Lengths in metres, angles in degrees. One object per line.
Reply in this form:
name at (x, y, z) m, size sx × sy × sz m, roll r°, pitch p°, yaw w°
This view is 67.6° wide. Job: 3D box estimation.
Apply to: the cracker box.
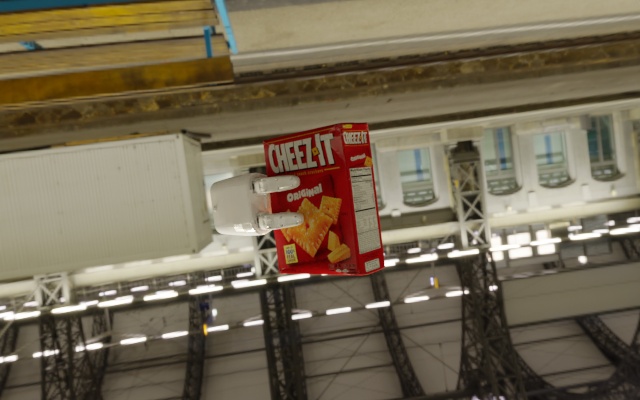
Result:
cracker box at (0.000, 0.002, 0.715) m, size 0.164 × 0.213 × 0.072 m, roll -5°, pitch 3°, yaw 42°
